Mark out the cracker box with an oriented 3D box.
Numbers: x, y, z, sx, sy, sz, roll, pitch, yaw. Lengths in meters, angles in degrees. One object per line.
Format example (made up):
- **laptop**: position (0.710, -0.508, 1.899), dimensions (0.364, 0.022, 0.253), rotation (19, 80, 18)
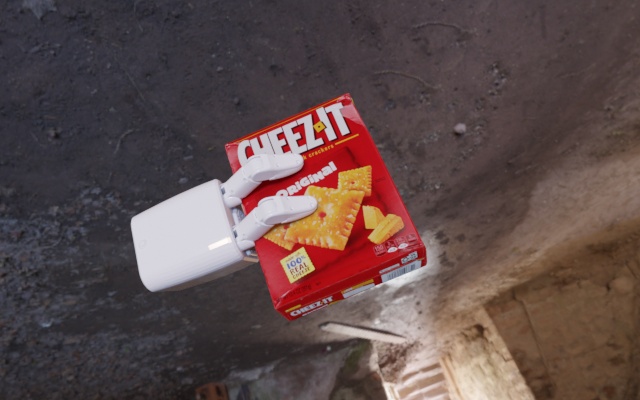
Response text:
- **cracker box**: position (0.000, 0.002, 0.538), dimensions (0.164, 0.213, 0.072), rotation (-22, -27, 1)
